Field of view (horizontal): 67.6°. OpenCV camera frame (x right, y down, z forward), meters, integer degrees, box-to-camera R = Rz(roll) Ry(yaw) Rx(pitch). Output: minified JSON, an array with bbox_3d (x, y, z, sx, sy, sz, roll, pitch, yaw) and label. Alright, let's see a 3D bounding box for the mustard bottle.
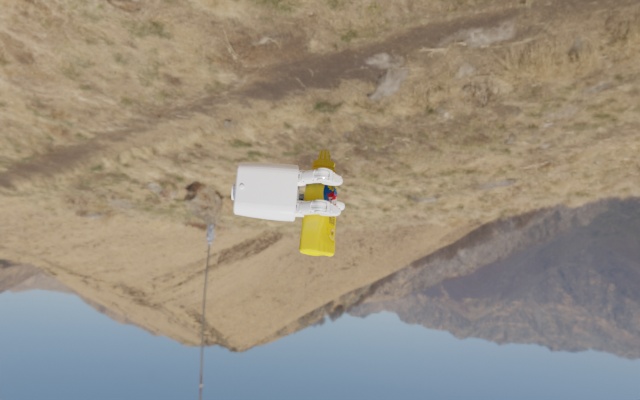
[{"bbox_3d":[0.000,0.003,0.870,0.058,0.191,0.096,0,-11,20],"label":"mustard bottle"}]
